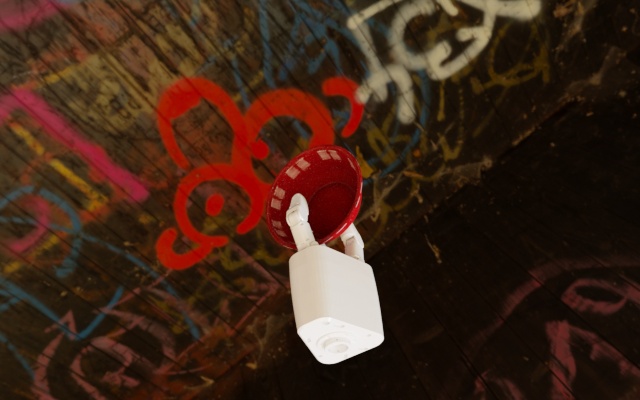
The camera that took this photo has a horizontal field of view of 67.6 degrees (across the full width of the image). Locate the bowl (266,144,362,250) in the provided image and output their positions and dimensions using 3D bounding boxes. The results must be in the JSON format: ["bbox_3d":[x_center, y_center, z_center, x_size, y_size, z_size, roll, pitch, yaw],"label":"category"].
[{"bbox_3d":[0.000,0.001,0.690,0.162,0.162,0.055,0,-23,36],"label":"bowl"}]
